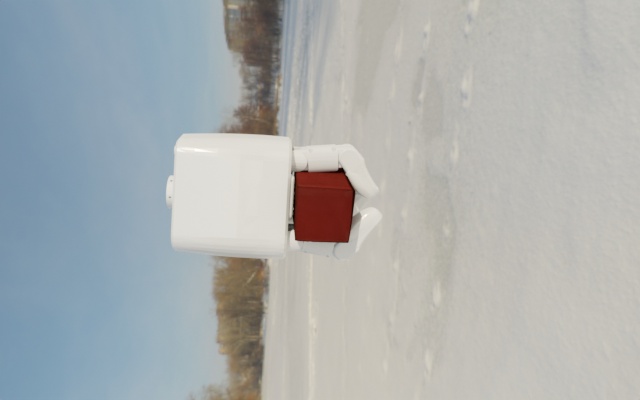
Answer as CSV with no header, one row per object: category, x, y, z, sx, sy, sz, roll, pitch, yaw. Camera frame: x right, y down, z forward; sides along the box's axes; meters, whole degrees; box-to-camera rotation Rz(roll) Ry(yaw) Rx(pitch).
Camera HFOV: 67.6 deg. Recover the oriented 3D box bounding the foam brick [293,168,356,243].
foam brick,0.000,0.001,0.455,0.051,0.053,0.078,3,18,-7
